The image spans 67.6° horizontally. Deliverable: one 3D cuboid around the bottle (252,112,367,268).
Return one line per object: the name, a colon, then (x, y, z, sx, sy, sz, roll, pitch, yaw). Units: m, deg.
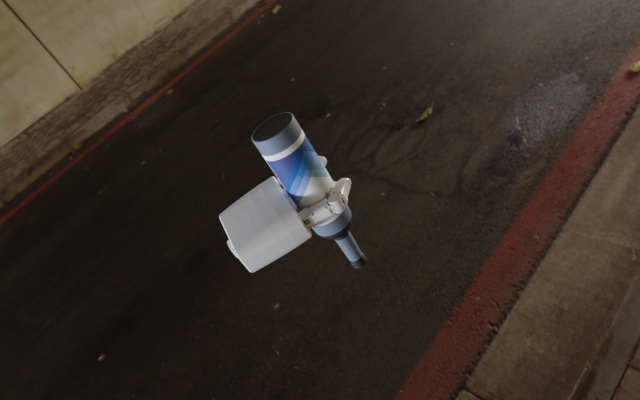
bottle: (0.000, 0.002, 0.735, 0.069, 0.296, 0.069, -22, 35, 16)
